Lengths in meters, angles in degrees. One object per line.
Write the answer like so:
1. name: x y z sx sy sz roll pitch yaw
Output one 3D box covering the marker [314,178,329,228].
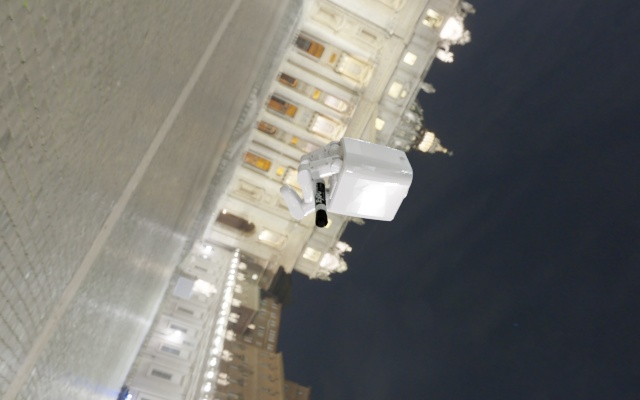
1. marker: 0.000 0.002 0.706 0.020 0.020 0.121 0 30 -2
